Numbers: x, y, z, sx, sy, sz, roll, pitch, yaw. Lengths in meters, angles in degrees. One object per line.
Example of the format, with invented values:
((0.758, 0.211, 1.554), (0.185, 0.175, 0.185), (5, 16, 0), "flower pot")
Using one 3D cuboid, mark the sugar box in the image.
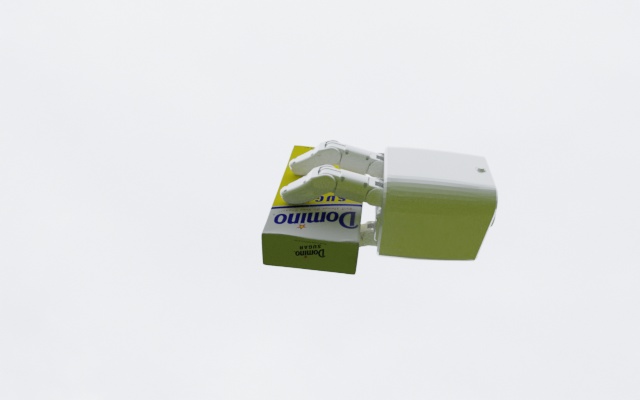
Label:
((0.000, 0.001, 0.513), (0.093, 0.048, 0.176), (5, 32, 4), "sugar box")
